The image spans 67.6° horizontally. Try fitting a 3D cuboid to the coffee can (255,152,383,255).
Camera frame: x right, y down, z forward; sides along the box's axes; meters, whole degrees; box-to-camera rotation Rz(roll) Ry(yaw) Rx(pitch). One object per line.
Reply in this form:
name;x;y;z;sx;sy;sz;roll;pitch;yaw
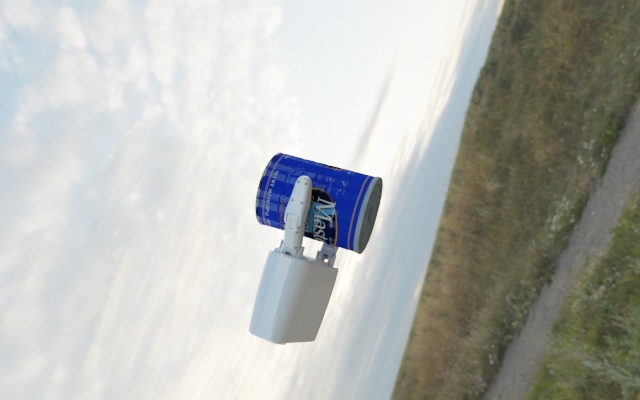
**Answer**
coffee can;0.000;0.002;0.626;0.140;0.103;0.103;15;4;15
